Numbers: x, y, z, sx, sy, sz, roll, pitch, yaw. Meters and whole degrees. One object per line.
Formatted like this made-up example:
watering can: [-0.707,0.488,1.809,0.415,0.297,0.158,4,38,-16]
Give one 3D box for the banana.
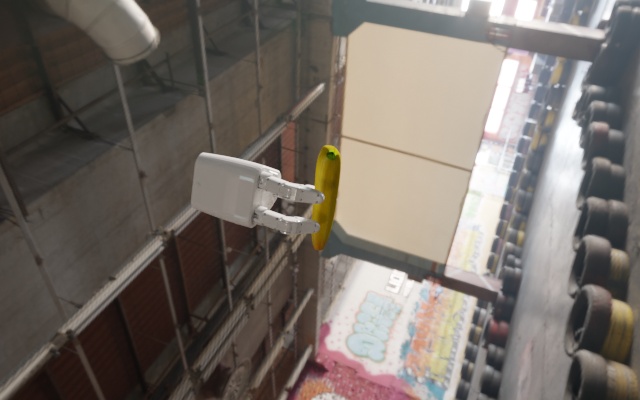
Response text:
banana: [0.006,-0.012,0.728,0.037,0.198,0.069,14,42,10]
